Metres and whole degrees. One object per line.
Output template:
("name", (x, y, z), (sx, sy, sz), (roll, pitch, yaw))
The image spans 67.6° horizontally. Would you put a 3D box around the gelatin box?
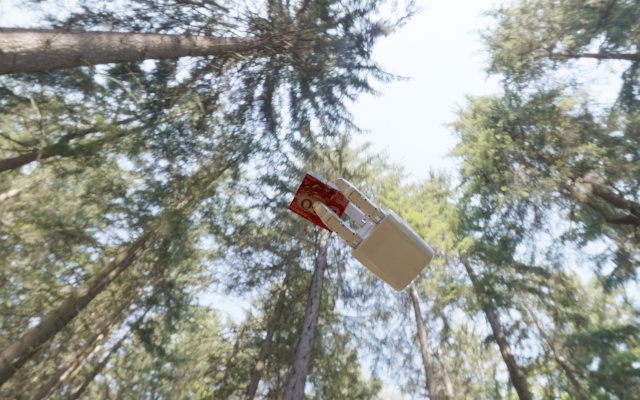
("gelatin box", (0.000, 0.002, 0.819), (0.089, 0.073, 0.030), (29, 17, 2))
